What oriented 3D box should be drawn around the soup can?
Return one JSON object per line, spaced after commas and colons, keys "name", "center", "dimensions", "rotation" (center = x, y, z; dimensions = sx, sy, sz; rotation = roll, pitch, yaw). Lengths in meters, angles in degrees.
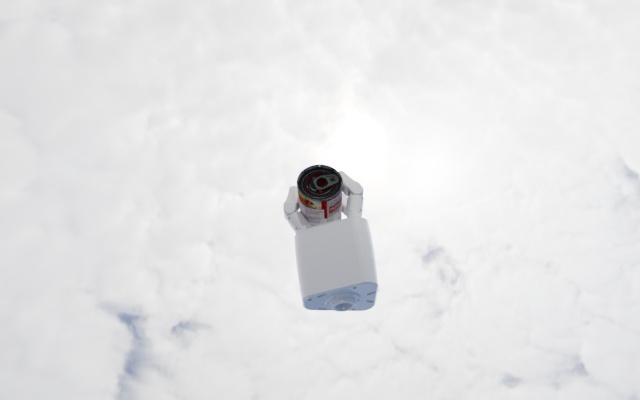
{"name": "soup can", "center": [0.000, 0.002, 0.739], "dimensions": [0.068, 0.068, 0.102], "rotation": [0, -36, 2]}
